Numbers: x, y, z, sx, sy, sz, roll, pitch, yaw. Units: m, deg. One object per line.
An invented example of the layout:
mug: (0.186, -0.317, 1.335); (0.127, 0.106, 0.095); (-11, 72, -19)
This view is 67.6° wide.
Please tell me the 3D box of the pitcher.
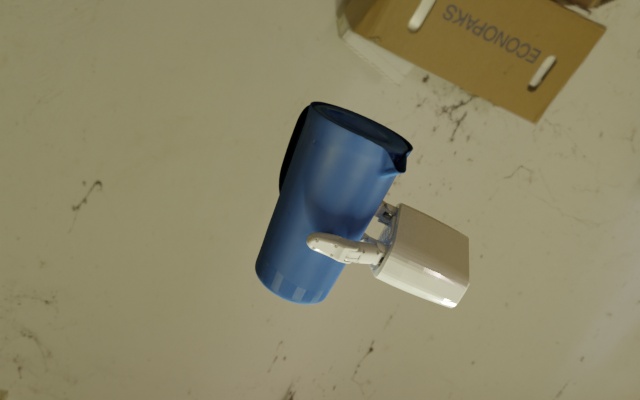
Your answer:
pitcher: (0.000, 0.002, 0.613); (0.145, 0.243, 0.149); (24, 20, -2)
